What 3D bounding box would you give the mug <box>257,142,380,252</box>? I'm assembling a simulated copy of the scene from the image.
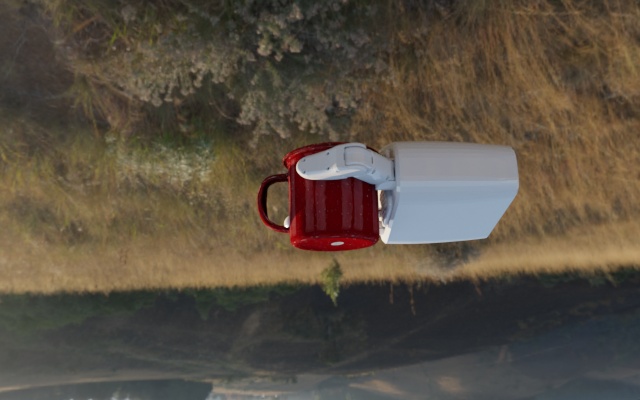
[{"bbox_3d":[-0.001,0.002,0.440,0.117,0.081,0.093,-1,-15,-1],"label":"mug"}]
